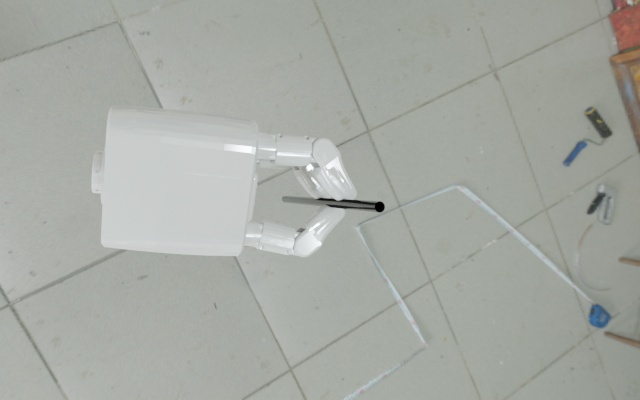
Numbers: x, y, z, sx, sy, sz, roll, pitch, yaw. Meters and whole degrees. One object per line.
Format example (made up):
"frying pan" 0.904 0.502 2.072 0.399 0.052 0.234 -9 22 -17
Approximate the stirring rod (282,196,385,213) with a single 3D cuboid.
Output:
"stirring rod" 0.000 0.002 0.447 0.011 0.011 0.239 0 1 -20
